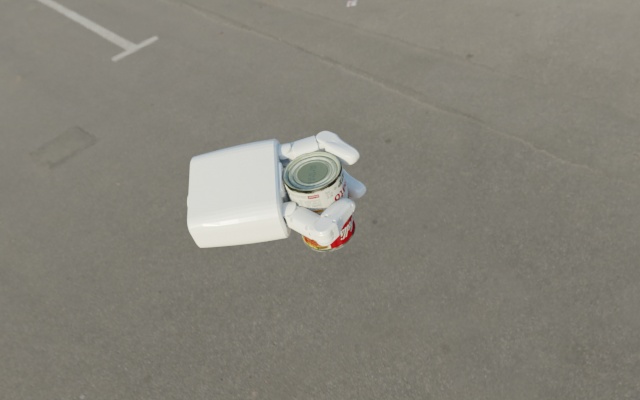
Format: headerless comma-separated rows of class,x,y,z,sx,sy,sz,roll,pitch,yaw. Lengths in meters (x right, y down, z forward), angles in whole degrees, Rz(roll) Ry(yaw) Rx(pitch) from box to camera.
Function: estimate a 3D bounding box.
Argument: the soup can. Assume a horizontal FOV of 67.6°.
soup can,0.001,0.002,0.557,0.068,0.068,0.102,0,-44,16
